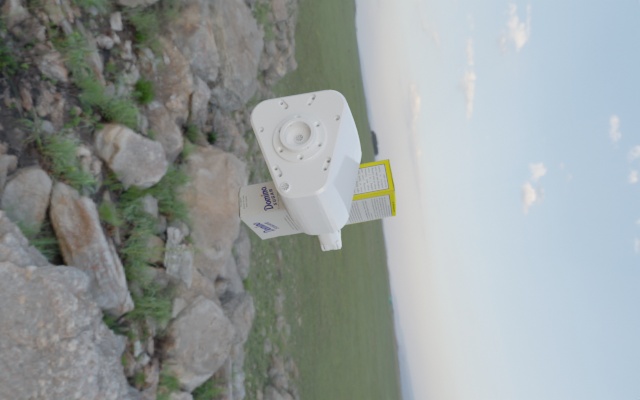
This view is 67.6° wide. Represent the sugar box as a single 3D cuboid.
[{"bbox_3d":[0.000,0.001,0.568,0.176,0.048,0.093,-8,-22,7],"label":"sugar box"}]
